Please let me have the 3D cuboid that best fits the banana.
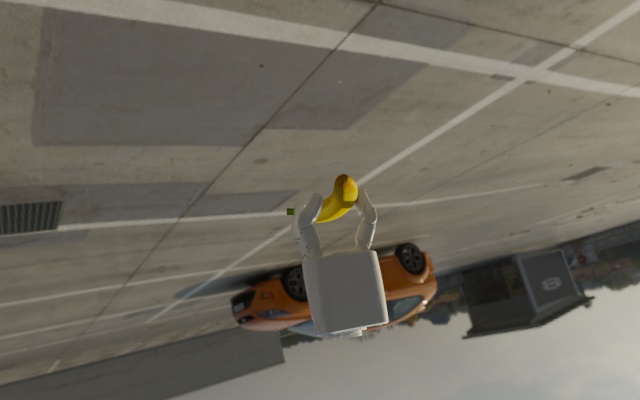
[{"bbox_3d":[0.015,0.004,0.747,0.069,0.037,0.198,2,-18,-27],"label":"banana"}]
